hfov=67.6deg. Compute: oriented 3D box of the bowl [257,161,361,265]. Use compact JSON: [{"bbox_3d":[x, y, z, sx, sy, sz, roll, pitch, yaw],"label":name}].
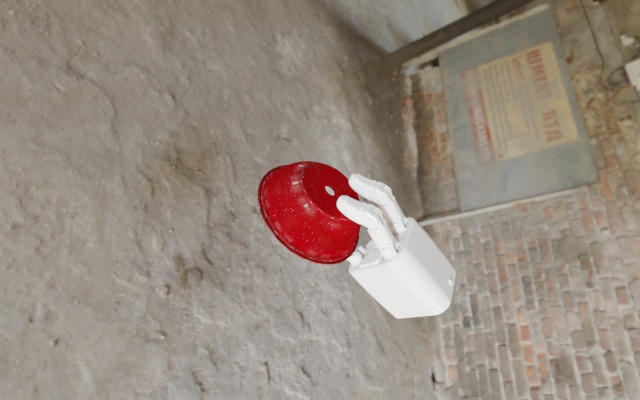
[{"bbox_3d":[-0.001,0.001,0.635,0.162,0.162,0.055,0,-34,-40],"label":"bowl"}]
